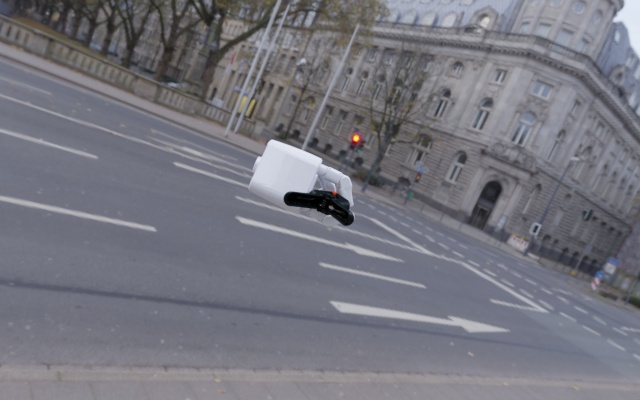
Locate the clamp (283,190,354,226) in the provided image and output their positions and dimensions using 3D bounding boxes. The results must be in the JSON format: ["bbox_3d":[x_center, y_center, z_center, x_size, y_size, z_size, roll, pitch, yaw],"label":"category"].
[{"bbox_3d":[0.000,0.002,0.840,0.120,0.039,0.171,24,7,-1],"label":"clamp"}]
